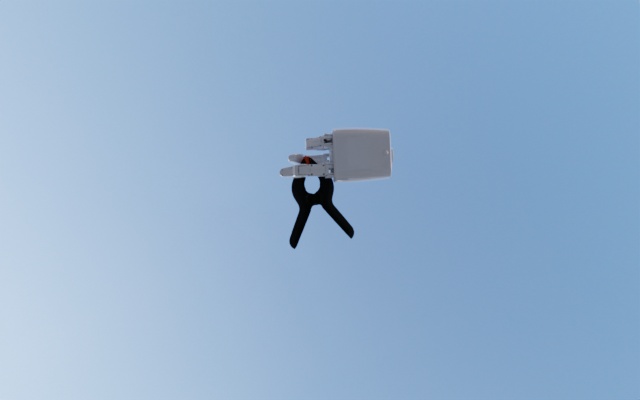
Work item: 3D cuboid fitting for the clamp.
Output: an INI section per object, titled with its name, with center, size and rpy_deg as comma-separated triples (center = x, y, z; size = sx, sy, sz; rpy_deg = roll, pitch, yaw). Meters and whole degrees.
[clamp]
center = 0.000, 0.003, 0.886
size = 0.120, 0.171, 0.039
rpy_deg = -2, -2, -2
